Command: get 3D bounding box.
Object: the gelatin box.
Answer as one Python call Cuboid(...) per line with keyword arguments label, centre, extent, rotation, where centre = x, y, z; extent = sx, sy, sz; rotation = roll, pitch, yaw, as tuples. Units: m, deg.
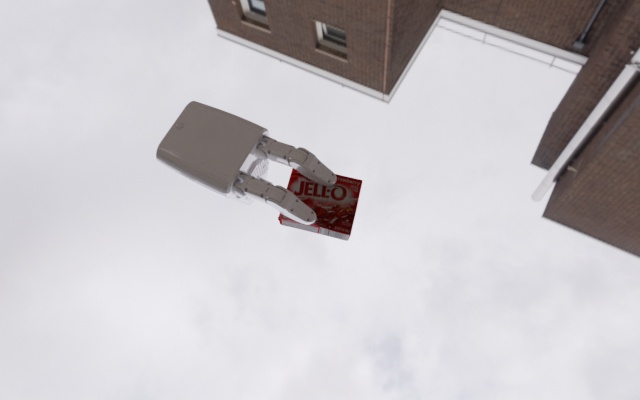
Cuboid(label="gelatin box", centre=(0.000, 0.002, 0.581), extent=(0.089, 0.073, 0.030), rotation=(14, -21, 1))
